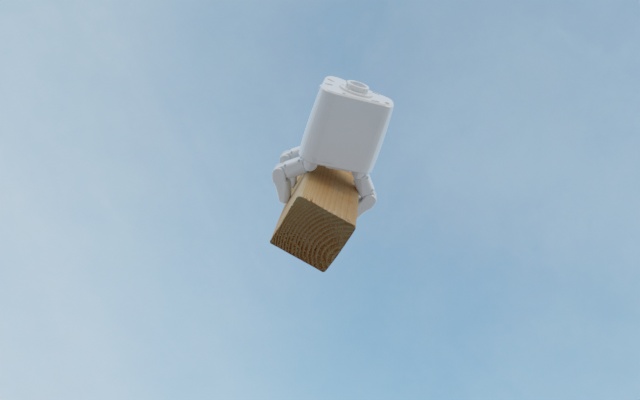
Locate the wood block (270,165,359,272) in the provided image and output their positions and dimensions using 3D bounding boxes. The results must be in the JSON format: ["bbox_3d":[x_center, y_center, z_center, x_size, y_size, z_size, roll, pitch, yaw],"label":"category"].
[{"bbox_3d":[0.001,0.002,0.729,0.091,0.090,0.206,29,26,-7],"label":"wood block"}]
